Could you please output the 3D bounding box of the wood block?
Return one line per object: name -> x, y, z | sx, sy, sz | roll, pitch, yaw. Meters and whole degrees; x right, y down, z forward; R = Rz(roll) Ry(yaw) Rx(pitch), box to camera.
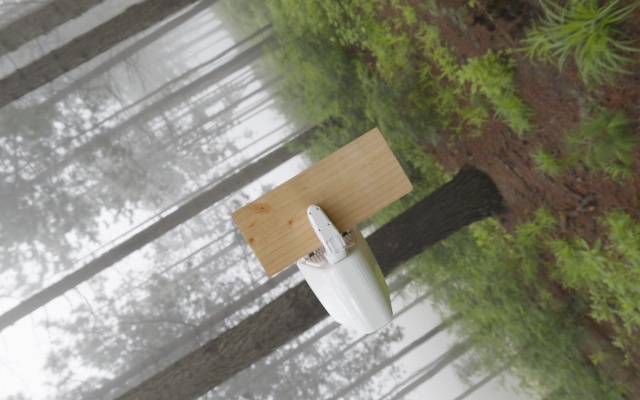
wood block -> 0.000, 0.002, 0.612 | 0.206, 0.090, 0.091 | -31, 2, -6
